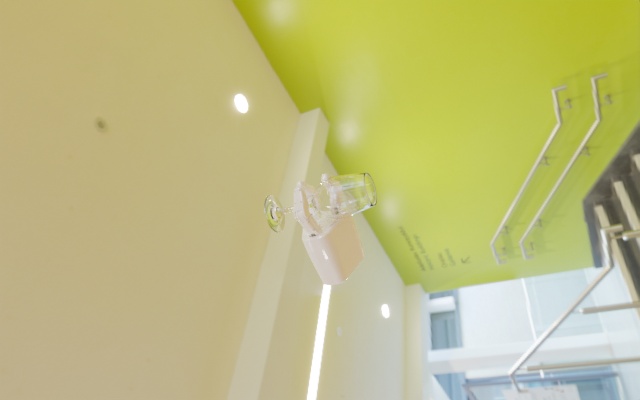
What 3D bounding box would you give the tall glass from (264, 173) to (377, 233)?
[{"bbox_3d":[-0.001,0.003,0.883,0.201,0.079,0.079,-15,-6,23],"label":"tall glass"}]
